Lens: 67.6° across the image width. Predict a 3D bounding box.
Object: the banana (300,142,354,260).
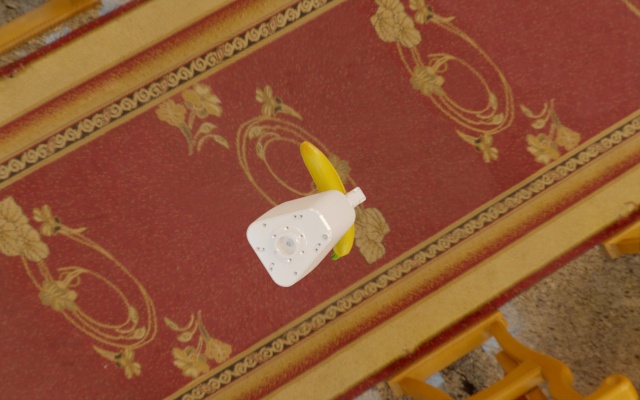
[{"bbox_3d":[0.014,0.005,0.724,0.069,0.198,0.037,-2,18,44],"label":"banana"}]
